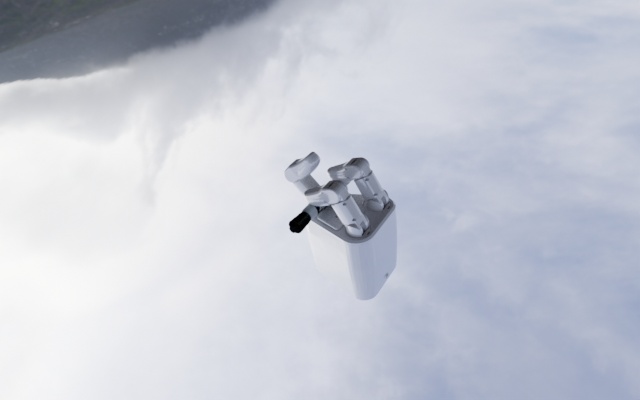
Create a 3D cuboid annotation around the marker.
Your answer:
[{"bbox_3d":[0.000,0.002,0.596,0.020,0.020,0.121,0,33,41],"label":"marker"}]
